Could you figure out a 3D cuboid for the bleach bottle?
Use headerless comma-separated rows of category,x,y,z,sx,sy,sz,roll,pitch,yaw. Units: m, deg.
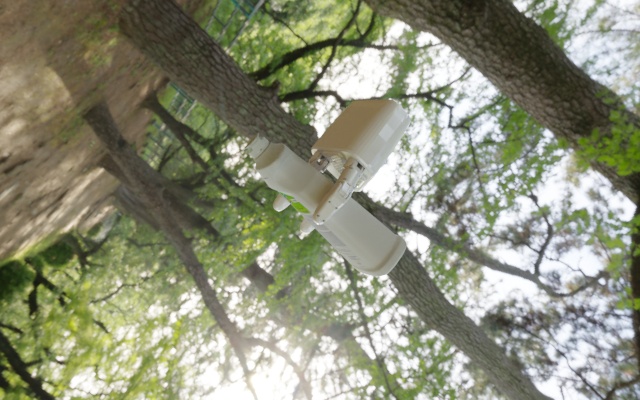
bleach bottle,0.000,0.002,0.661,0.251,0.068,0.102,43,-17,-16
